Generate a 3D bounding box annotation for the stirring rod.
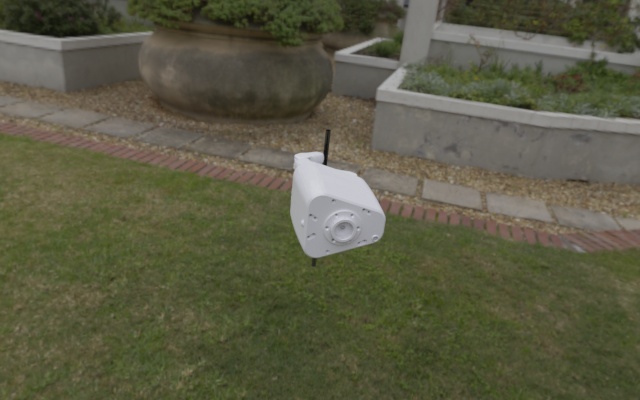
[{"bbox_3d":[0.000,0.003,0.776,0.011,0.240,0.011,5,24,-2],"label":"stirring rod"}]
